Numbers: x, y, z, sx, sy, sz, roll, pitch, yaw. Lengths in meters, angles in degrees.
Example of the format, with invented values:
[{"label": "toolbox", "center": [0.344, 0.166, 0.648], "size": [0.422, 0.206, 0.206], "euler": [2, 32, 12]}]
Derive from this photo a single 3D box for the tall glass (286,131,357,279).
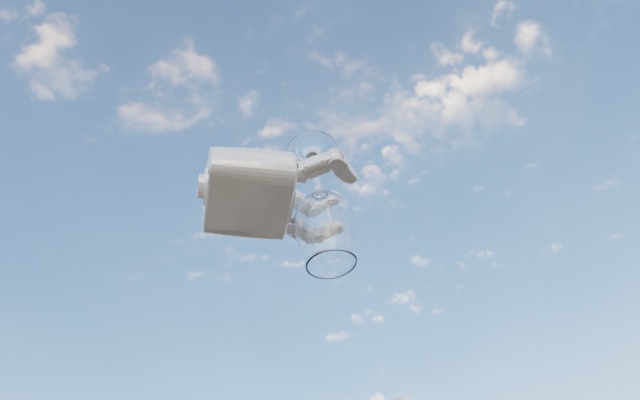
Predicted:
[{"label": "tall glass", "center": [0.000, 0.002, 0.626], "size": [0.079, 0.200, 0.079], "euler": [-6, -41, -5]}]
